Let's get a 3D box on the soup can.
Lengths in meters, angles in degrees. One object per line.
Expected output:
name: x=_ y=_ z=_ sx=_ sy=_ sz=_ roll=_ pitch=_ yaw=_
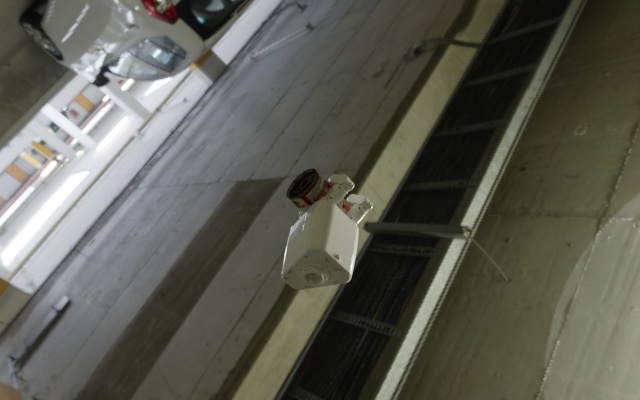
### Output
soup can: x=0.000 y=0.003 z=0.828 sx=0.102 sy=0.068 sz=0.068 roll=44 pitch=-24 yaw=-27
